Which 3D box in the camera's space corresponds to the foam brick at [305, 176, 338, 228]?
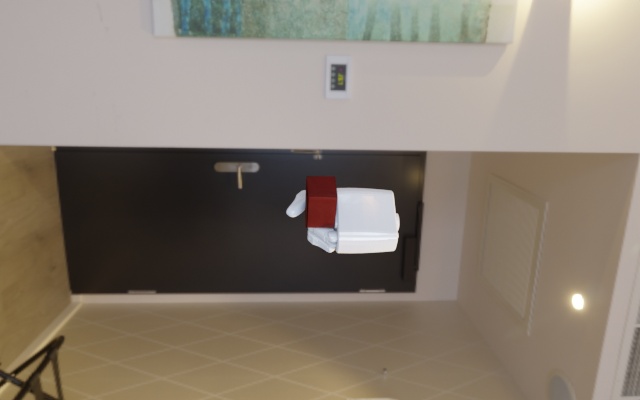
[{"bbox_3d":[0.000,0.003,0.818,0.051,0.078,0.053,0,45,-3],"label":"foam brick"}]
